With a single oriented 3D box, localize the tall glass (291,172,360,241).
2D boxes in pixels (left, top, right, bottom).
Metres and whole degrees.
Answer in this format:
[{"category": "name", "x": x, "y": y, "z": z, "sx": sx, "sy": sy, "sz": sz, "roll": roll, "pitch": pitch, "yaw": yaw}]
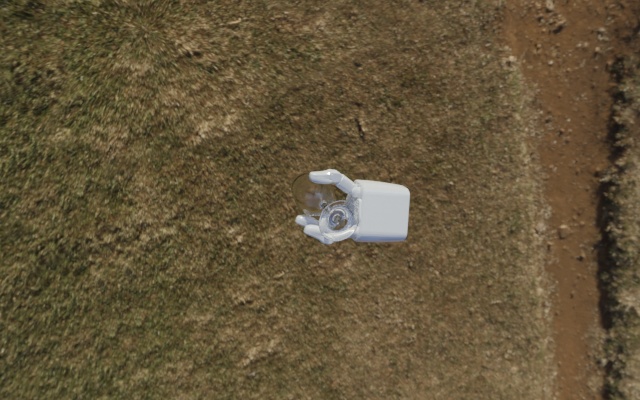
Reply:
[{"category": "tall glass", "x": 0.000, "y": 0.003, "z": 0.893, "sx": 0.079, "sy": 0.079, "sz": 0.201, "roll": 0, "pitch": 19, "yaw": -20}]
